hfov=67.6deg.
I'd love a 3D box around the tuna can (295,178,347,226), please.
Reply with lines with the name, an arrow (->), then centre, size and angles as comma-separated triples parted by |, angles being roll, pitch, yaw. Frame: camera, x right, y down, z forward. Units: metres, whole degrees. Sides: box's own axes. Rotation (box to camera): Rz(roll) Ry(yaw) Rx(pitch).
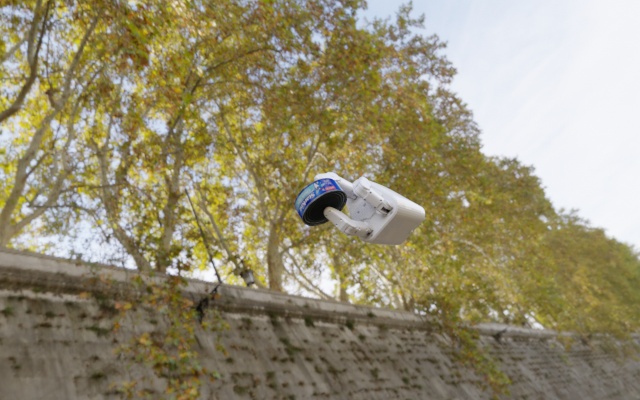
tuna can -> 0.000, 0.002, 0.804 | 0.086, 0.033, 0.086 | -24, -32, -17
